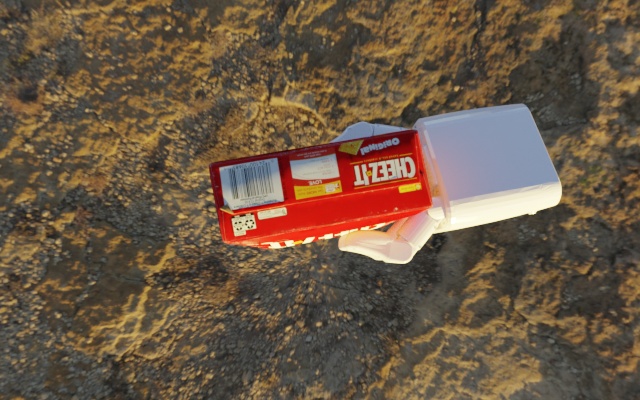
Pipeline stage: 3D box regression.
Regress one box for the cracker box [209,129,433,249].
[{"bbox_3d":[0.000,0.001,0.462,0.164,0.072,0.214,-10,-7,-1],"label":"cracker box"}]
